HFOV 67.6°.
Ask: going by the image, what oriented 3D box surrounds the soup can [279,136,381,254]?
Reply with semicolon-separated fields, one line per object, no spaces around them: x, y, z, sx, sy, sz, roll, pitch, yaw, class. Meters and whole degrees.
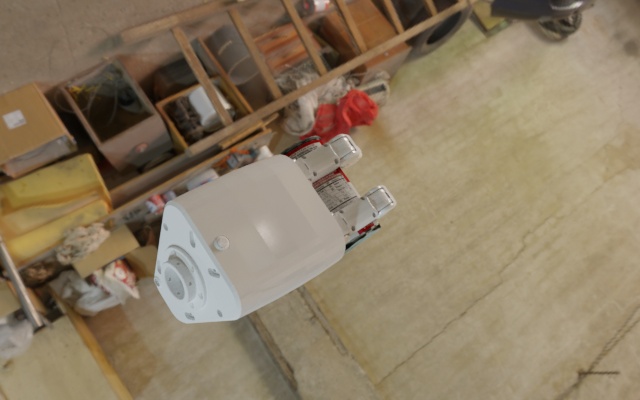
0.001;0.002;0.439;0.068;0.102;0.068;-34;-9;-6;soup can
